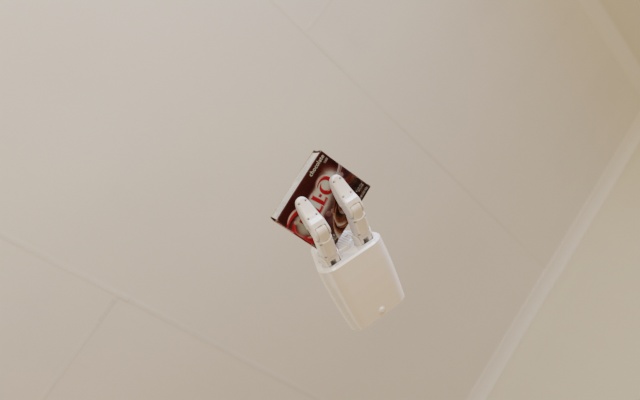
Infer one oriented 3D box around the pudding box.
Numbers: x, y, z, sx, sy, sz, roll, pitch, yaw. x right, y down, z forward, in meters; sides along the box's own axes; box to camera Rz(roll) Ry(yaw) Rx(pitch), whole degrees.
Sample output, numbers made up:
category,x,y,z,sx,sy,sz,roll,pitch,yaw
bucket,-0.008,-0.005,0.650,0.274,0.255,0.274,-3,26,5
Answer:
category,x,y,z,sx,sy,sz,roll,pitch,yaw
pudding box,0.000,0.002,0.646,0.090,0.113,0.039,34,-8,-22
